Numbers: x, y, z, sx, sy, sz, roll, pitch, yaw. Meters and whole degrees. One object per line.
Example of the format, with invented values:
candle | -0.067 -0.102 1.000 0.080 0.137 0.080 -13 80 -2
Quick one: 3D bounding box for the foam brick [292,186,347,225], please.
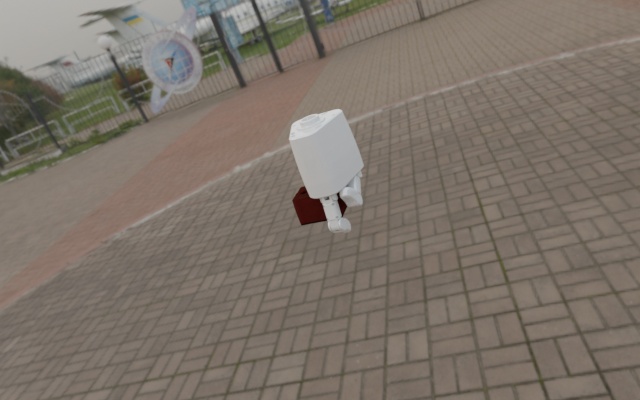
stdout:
foam brick | 0.000 0.003 0.815 0.078 0.051 0.053 -12 25 23
